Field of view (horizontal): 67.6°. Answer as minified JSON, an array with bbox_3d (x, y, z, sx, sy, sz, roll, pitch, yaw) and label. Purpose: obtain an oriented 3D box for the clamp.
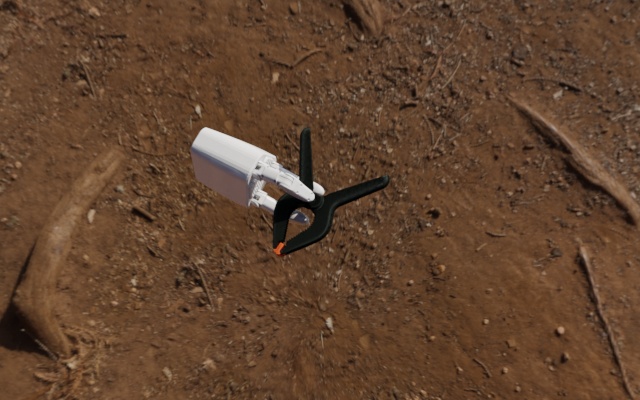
[{"bbox_3d":[0.000,0.003,0.750,0.164,0.210,0.036,26,-13,10],"label":"clamp"}]
